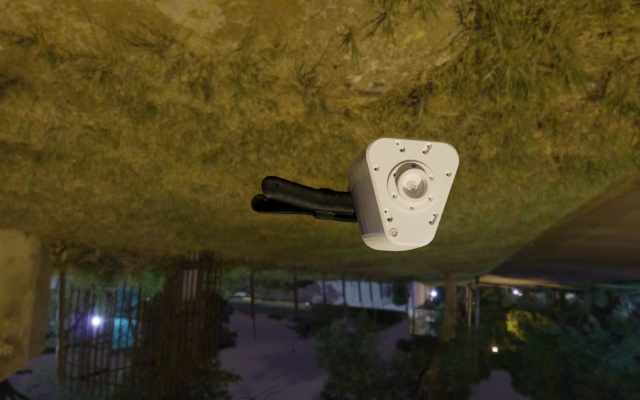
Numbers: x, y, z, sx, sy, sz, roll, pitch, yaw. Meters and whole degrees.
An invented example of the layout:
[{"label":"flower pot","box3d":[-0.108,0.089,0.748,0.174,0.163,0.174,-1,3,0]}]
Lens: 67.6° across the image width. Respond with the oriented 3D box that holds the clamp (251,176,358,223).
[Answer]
[{"label":"clamp","box3d":[0.000,0.003,0.574,0.171,0.039,0.120,4,-7,-5]}]
